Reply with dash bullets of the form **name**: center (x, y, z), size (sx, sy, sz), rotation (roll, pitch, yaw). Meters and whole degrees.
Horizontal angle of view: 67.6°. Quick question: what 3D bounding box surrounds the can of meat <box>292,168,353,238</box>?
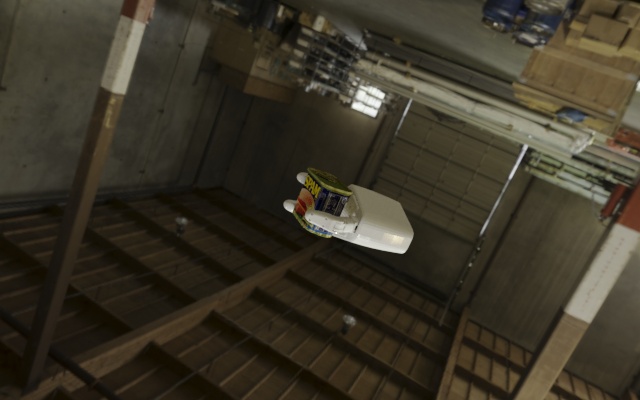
- **can of meat**: center (0.000, 0.003, 0.795), size (0.057, 0.084, 0.102), rotation (16, 15, -26)
